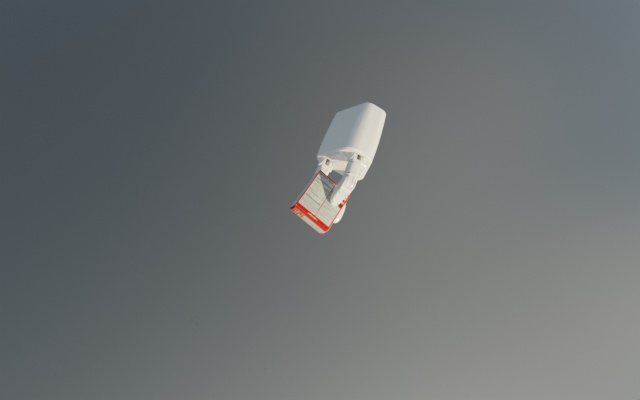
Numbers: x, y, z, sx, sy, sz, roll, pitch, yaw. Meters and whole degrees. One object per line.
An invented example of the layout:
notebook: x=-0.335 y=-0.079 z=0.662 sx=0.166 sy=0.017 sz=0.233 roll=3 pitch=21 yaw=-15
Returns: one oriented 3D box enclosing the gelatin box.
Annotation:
gelatin box: x=0.000 y=0.003 z=0.842 sx=0.073 sy=0.089 sz=0.030 roll=40 pitch=-30 yaw=-10
